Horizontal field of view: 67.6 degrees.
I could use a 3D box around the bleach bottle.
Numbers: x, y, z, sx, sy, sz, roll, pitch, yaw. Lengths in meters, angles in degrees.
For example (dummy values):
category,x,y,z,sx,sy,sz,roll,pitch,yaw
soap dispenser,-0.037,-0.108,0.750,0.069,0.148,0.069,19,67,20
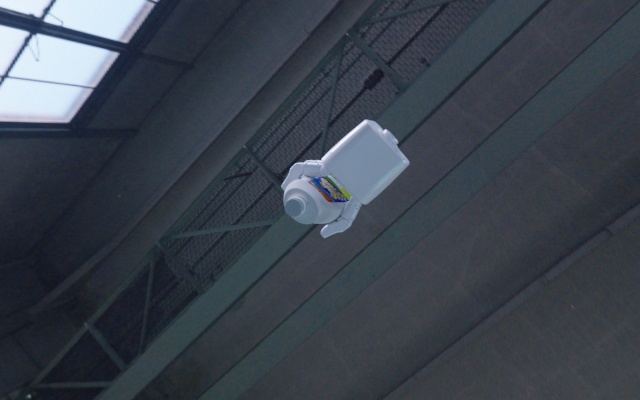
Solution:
category,x,y,z,sx,sy,sz,roll,pitch,yaw
bleach bottle,0.000,0.003,0.851,0.068,0.102,0.251,-41,-6,18
